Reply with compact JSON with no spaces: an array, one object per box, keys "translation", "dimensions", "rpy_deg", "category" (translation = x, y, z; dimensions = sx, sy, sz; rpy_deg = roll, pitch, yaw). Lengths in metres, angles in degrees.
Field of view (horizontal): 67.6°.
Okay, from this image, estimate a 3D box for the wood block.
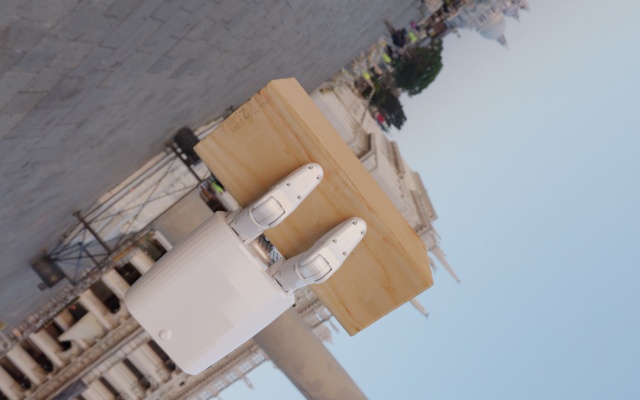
[{"translation":[0.000,0.002,0.425],"dimensions":[0.090,0.206,0.090],"rpy_deg":[-37,8,15],"category":"wood block"}]
